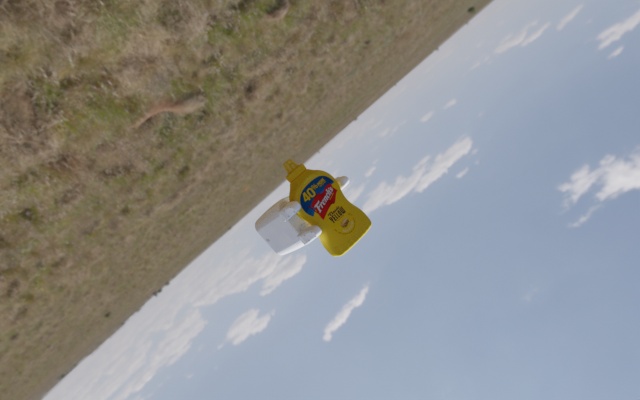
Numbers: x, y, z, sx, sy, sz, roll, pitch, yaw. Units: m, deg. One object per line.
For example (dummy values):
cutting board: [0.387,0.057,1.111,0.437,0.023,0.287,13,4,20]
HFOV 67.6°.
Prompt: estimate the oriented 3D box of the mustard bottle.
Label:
mustard bottle: [0.000,0.003,0.865,0.096,0.191,0.058,-43,7,-19]
